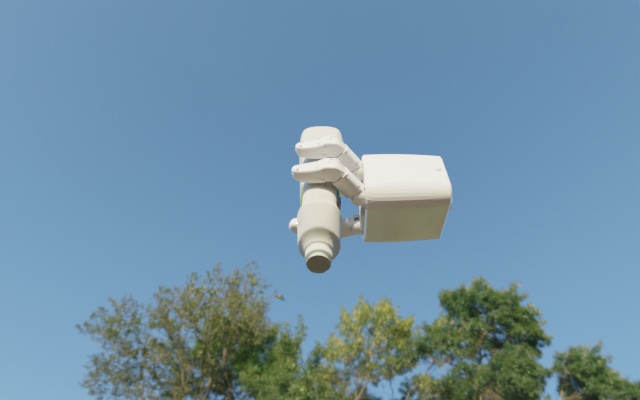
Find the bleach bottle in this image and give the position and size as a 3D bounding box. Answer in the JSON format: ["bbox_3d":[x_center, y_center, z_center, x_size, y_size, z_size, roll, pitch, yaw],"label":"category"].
[{"bbox_3d":[0.000,0.002,0.630,0.068,0.103,0.250,-1,37,2],"label":"bleach bottle"}]
